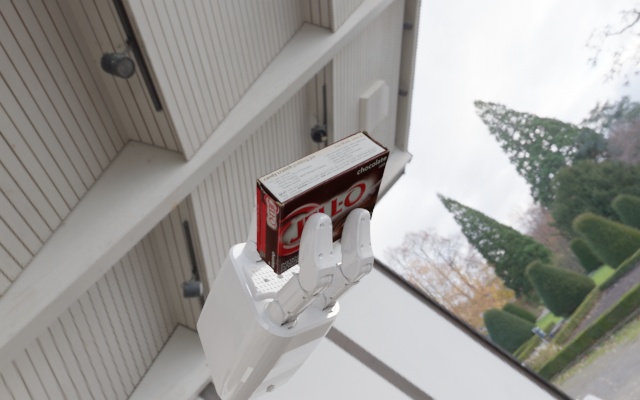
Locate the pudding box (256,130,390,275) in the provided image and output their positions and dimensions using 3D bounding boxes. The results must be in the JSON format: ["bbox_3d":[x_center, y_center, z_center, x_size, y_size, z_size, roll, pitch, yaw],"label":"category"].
[{"bbox_3d":[0.000,0.001,0.401,0.113,0.090,0.039,-30,59,-29],"label":"pudding box"}]
